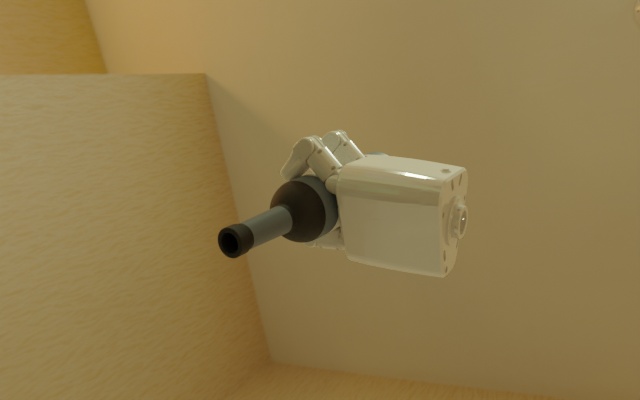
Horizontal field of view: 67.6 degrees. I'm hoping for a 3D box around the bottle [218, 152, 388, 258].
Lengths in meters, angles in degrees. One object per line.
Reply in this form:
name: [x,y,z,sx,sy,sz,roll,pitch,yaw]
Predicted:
bottle: [0.000,0.002,0.520,0.069,0.069,0.295,0,13,32]
